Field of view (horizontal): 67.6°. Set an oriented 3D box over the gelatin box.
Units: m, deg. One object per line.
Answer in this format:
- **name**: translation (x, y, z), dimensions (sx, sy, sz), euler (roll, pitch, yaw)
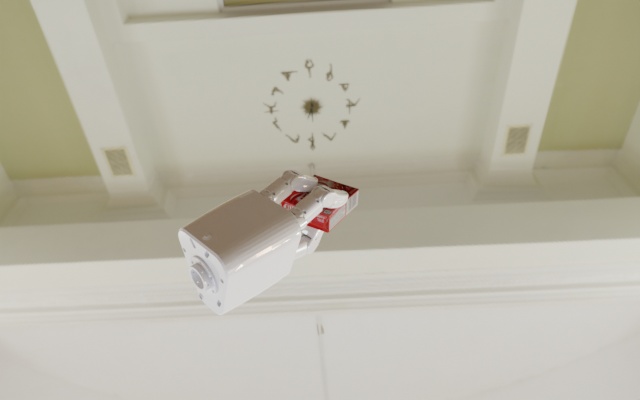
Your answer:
- **gelatin box**: translation (0.000, 0.002, 0.647), dimensions (0.073, 0.030, 0.089), euler (19, 34, 25)
